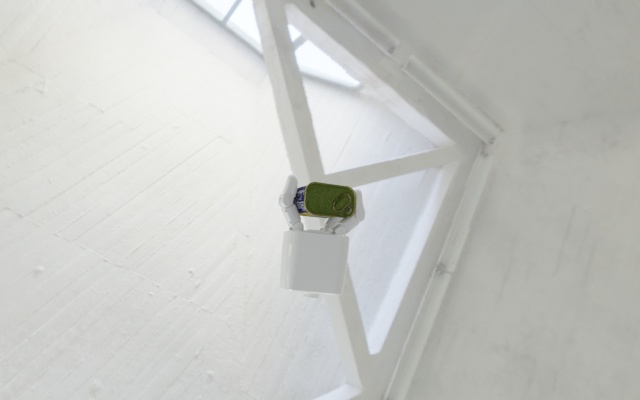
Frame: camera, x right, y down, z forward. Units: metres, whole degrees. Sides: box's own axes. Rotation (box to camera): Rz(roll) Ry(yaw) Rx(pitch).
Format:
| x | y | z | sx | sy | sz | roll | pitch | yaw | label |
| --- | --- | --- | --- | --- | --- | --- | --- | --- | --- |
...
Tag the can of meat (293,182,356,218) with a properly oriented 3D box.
| x | y | z | sx | sy | sz | roll | pitch | yaw | label |
| --- | --- | --- | --- | --- | --- | --- | --- | --- | --- |
| 0.000 | 0.003 | 0.868 | 0.102 | 0.057 | 0.084 | 7 | -8 | -27 | can of meat |
